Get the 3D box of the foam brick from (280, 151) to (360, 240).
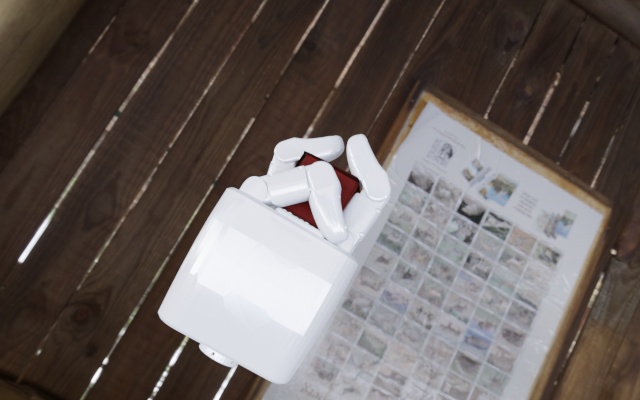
[{"bbox_3d":[0.000,0.001,0.407,0.053,0.051,0.078,28,-9,12],"label":"foam brick"}]
